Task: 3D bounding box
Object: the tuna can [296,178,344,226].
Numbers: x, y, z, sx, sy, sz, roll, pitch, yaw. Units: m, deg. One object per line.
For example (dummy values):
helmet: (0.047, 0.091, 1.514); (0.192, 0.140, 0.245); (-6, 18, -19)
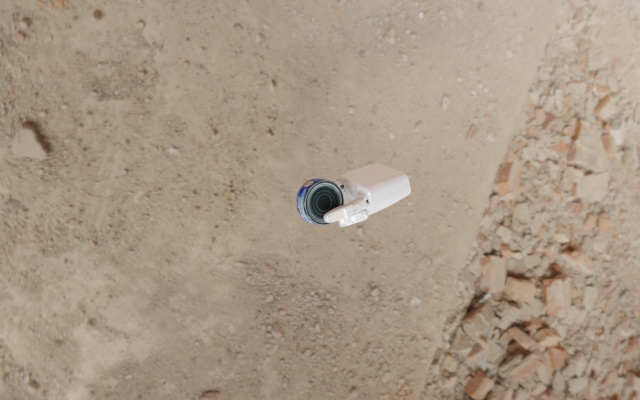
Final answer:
tuna can: (0.000, 0.003, 0.880); (0.086, 0.086, 0.034); (0, 6, -29)
